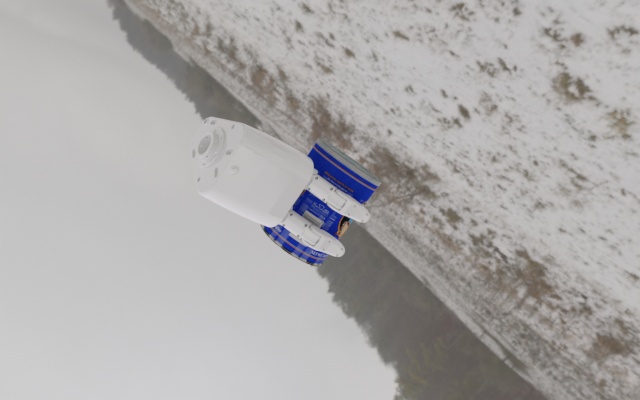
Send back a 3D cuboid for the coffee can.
[{"bbox_3d":[0.000,0.002,0.643,0.103,0.140,0.103,34,9,-6],"label":"coffee can"}]
